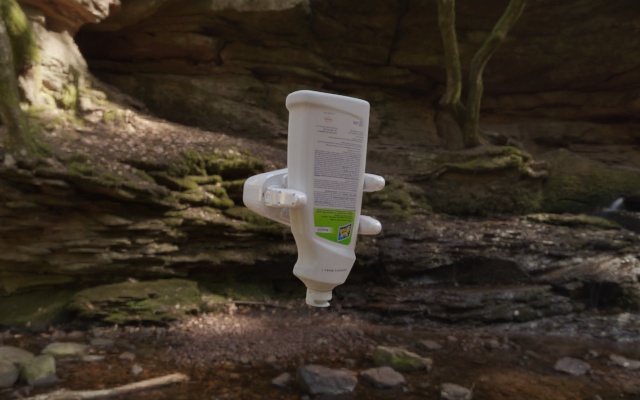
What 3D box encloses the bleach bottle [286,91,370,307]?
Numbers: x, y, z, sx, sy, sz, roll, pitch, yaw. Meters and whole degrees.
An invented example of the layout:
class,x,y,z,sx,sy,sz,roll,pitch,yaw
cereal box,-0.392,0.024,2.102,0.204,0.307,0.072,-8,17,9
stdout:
class,x,y,z,sx,sy,sz,roll,pitch,yaw
bleach bottle,0.000,0.002,0.580,0.102,0.251,0.068,4,2,-23
